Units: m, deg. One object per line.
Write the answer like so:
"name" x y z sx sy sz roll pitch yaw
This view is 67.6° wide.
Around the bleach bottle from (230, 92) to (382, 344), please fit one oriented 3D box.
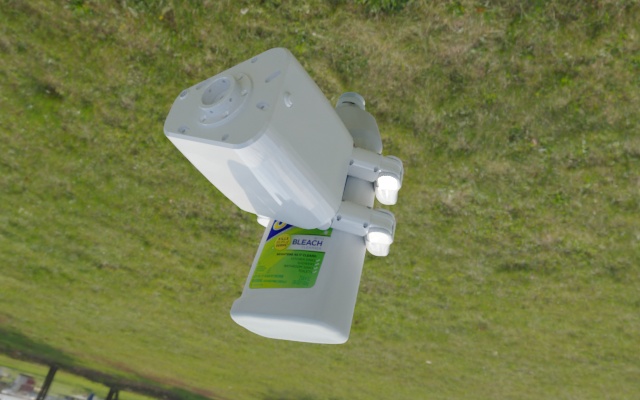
"bleach bottle" 0.000 0.002 0.454 0.102 0.250 0.068 -4 -33 29
